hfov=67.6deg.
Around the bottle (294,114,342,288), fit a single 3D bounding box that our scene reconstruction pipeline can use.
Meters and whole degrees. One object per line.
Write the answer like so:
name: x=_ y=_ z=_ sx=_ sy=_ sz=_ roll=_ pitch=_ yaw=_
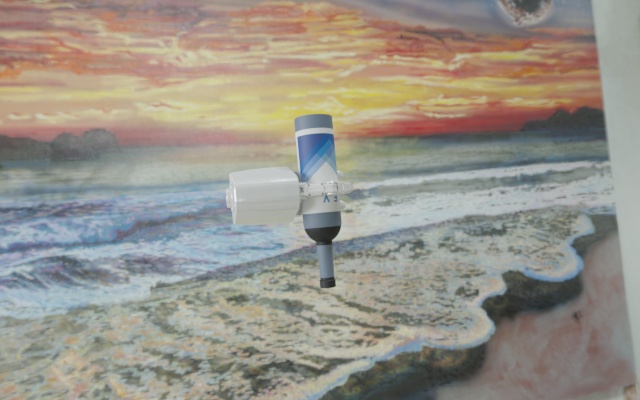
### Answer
bottle: x=0.000 y=0.002 z=0.827 sx=0.069 sy=0.295 sz=0.069 roll=-5 pitch=-2 yaw=0
